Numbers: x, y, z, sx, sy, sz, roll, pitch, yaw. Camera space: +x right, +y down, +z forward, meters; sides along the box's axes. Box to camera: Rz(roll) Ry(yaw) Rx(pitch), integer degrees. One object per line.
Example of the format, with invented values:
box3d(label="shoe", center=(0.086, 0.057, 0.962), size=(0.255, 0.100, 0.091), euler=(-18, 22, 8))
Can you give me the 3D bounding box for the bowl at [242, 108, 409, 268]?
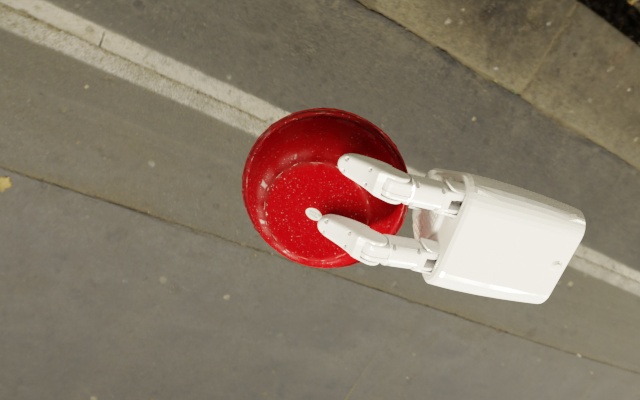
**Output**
box3d(label="bowl", center=(-0.001, 0.001, 0.431), size=(0.162, 0.162, 0.055), euler=(0, 21, 9))
